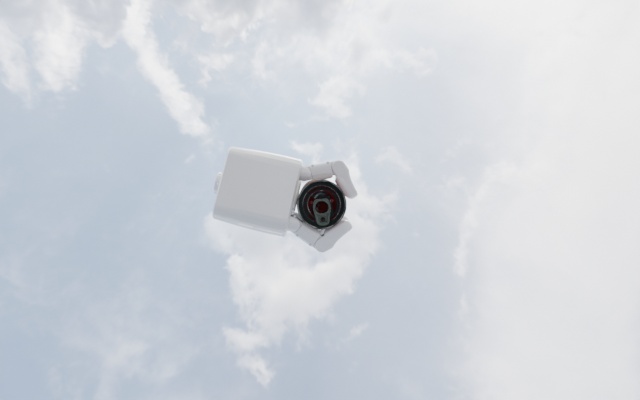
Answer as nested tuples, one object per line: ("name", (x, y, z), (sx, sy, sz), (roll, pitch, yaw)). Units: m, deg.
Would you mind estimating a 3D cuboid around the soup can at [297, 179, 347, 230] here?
("soup can", (0.001, 0.002, 0.696), (0.068, 0.068, 0.102), (0, 4, -2))
